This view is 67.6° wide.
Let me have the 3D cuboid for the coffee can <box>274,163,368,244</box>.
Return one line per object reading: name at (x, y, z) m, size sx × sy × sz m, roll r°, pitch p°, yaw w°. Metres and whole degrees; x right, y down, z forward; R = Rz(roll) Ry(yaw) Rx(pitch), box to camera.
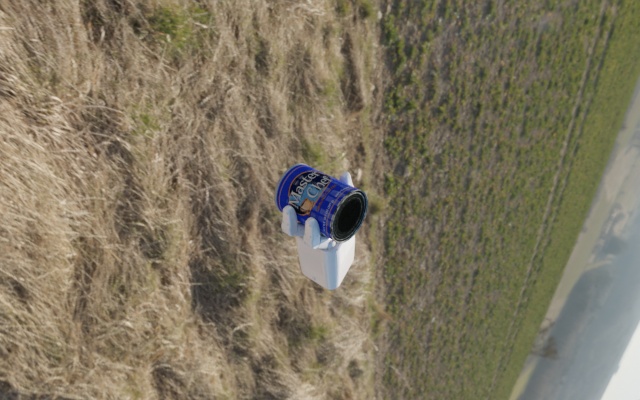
coffee can at (0.000, 0.003, 0.869) m, size 0.140 × 0.103 × 0.103 m, roll 27°, pitch 16°, yaw 34°
